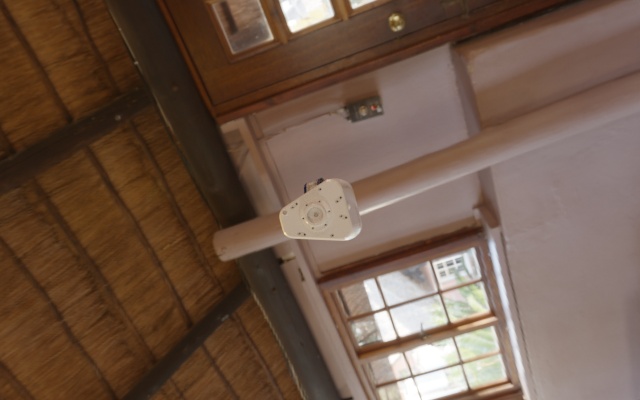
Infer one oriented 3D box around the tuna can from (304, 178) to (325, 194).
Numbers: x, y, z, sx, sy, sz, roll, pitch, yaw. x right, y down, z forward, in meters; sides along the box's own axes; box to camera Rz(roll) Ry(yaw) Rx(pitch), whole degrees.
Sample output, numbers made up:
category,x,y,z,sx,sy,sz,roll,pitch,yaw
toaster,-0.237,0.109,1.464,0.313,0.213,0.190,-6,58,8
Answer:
category,x,y,z,sx,sy,sz,roll,pitch,yaw
tuna can,0.000,0.003,0.891,0.034,0.086,0.086,-19,-4,13
